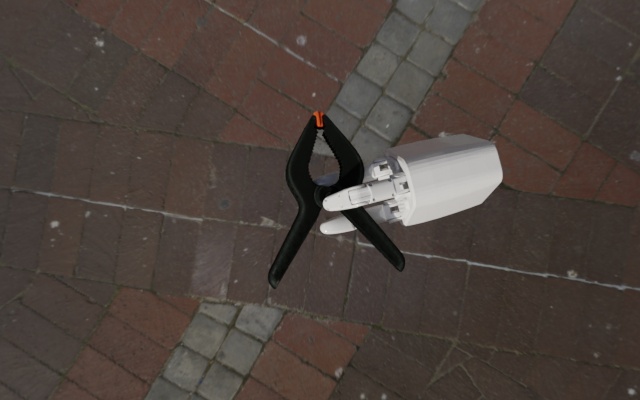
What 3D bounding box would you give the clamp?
[{"bbox_3d":[0.000,0.001,0.570,0.164,0.210,0.036,-14,-1,-6],"label":"clamp"}]
